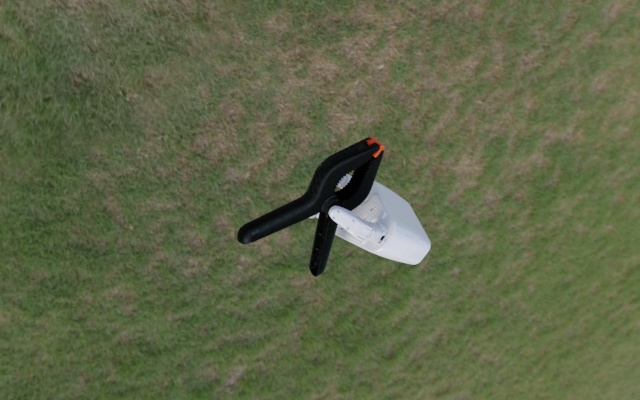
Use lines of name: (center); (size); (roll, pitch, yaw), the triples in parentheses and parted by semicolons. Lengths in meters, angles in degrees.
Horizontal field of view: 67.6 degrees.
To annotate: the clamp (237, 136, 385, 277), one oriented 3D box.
clamp: (0.001, 0.002, 0.614); (0.164, 0.210, 0.036); (23, 17, -46)
